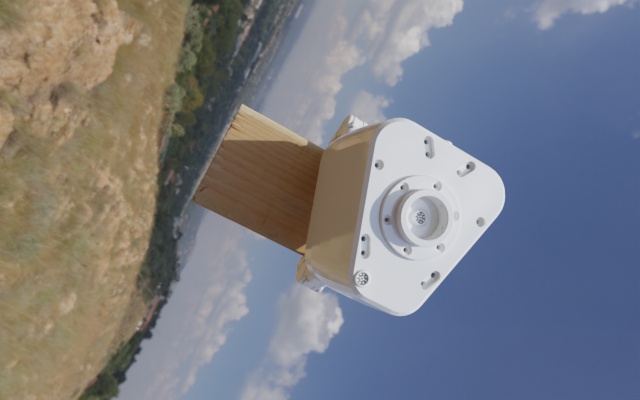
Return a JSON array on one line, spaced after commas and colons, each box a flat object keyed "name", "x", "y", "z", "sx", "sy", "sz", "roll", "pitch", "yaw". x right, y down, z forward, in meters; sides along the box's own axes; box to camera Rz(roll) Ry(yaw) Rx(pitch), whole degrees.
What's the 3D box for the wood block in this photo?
[{"name": "wood block", "x": 0.000, "y": 0.002, "z": 0.442, "sx": 0.206, "sy": 0.091, "sz": 0.090, "roll": 28, "pitch": 6, "yaw": -11}]
